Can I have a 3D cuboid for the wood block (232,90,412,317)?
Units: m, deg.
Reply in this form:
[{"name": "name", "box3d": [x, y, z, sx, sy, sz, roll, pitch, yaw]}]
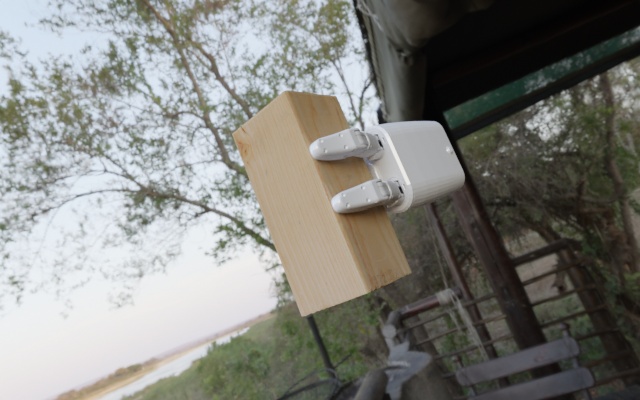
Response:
[{"name": "wood block", "box3d": [0.000, 0.002, 0.499, 0.091, 0.206, 0.090, -30, -13, 37]}]
